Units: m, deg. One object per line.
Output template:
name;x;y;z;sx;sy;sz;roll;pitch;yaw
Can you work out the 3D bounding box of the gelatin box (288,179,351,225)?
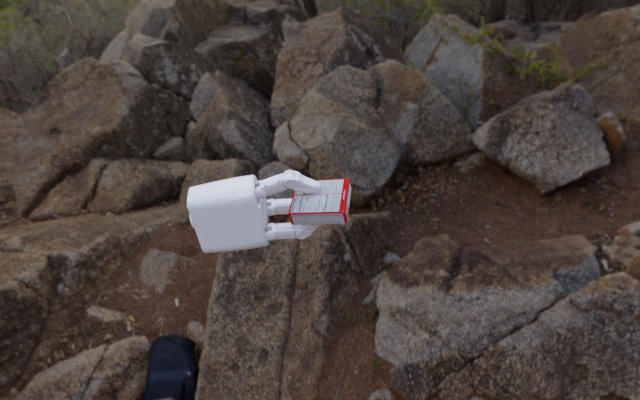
gelatin box;0.000;0.002;0.743;0.089;0.073;0.030;-3;-45;14
